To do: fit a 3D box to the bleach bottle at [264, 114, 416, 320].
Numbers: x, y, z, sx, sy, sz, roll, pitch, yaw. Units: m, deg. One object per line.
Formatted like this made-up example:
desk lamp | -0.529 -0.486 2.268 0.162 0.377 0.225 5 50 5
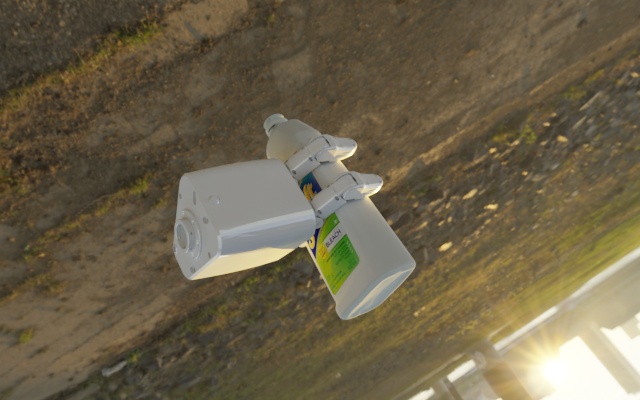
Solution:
bleach bottle | 0.000 0.002 0.547 0.068 0.250 0.103 -11 -34 -39
